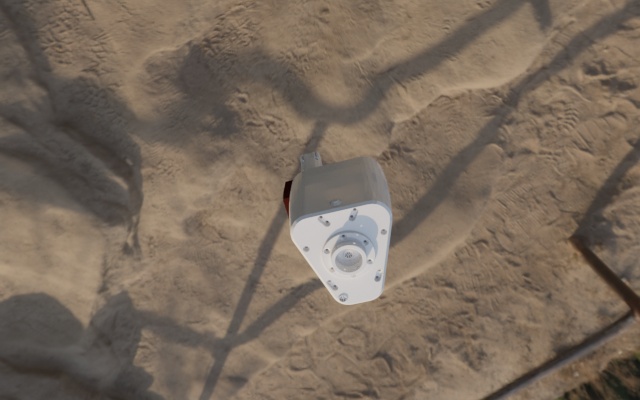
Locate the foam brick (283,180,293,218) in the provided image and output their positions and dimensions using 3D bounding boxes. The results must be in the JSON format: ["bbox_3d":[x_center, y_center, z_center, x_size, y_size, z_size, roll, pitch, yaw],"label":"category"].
[{"bbox_3d":[0.000,0.002,0.554,0.078,0.053,0.051,-13,24,6],"label":"foam brick"}]
